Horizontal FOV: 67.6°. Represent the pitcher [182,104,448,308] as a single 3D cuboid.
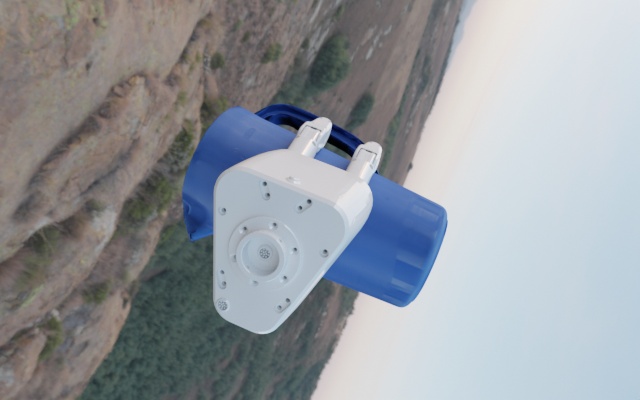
[{"bbox_3d":[0.000,0.002,0.485,0.243,0.149,0.145,24,14,7],"label":"pitcher"}]
